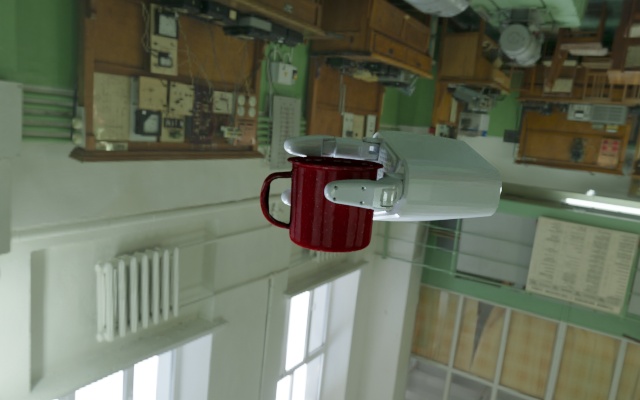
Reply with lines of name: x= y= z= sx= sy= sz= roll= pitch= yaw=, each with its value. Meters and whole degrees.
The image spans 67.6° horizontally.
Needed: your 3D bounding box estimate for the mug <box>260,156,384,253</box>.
mug: x=-0.001 y=0.002 z=0.463 sx=0.117 sy=0.081 sz=0.093 roll=2 pitch=10 yaw=-13
